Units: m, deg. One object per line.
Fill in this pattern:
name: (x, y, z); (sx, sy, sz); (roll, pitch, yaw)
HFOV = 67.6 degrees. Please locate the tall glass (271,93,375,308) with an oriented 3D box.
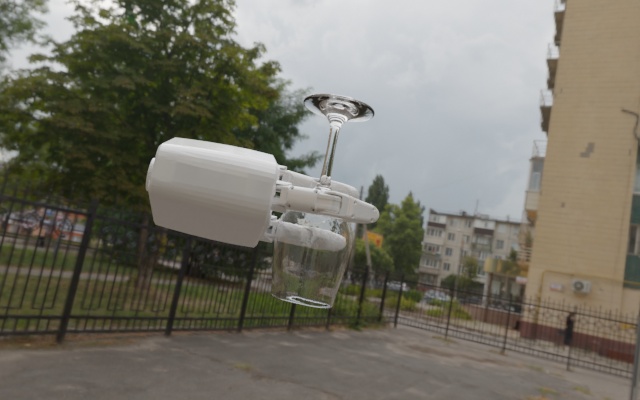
tall glass: (0.000, 0.001, 0.478); (0.079, 0.201, 0.079); (10, -7, 1)
